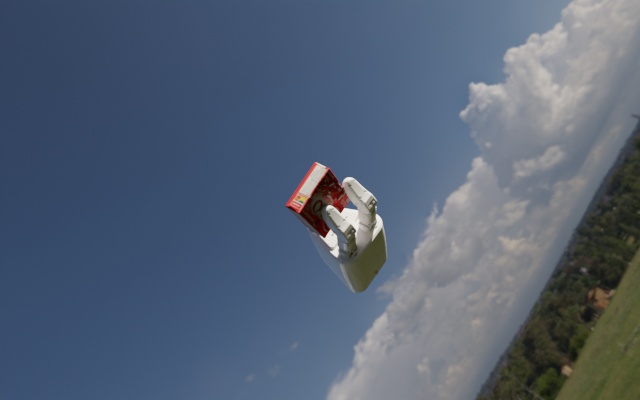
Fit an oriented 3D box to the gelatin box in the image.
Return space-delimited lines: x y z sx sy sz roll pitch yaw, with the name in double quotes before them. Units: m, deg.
"gelatin box" 0.000 0.002 0.660 0.030 0.073 0.089 26 -13 35
